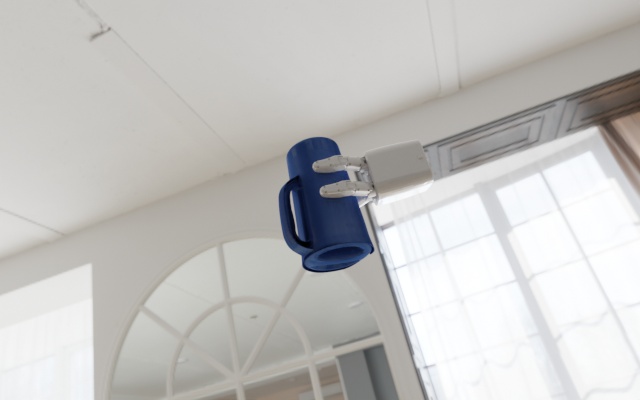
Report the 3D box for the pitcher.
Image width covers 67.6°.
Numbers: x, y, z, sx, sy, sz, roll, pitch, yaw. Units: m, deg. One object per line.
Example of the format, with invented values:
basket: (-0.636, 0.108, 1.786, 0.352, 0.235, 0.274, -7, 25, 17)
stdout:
pitcher: (0.000, 0.003, 0.894, 0.145, 0.242, 0.149, -16, -27, 3)
